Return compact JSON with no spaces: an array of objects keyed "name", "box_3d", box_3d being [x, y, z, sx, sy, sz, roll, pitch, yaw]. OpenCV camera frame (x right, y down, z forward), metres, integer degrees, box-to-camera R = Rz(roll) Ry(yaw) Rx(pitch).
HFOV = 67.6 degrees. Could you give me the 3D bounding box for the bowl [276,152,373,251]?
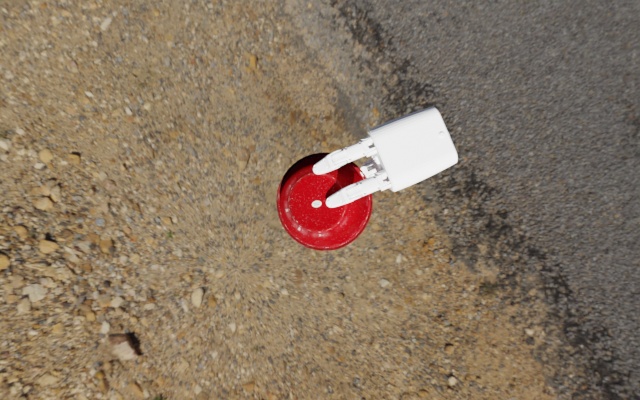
[{"name":"bowl","box_3d":[-0.001,0.003,0.758,0.162,0.162,0.055,0,1,12]}]
